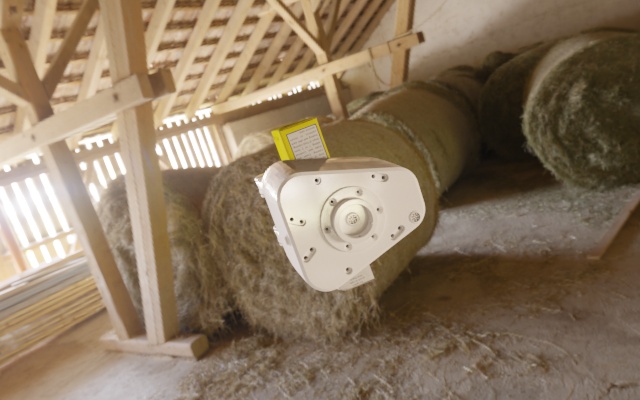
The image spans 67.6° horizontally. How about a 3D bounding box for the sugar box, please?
[{"bbox_3d":[0.000,0.002,0.512,0.048,0.176,0.093,-19,10,-6],"label":"sugar box"}]
